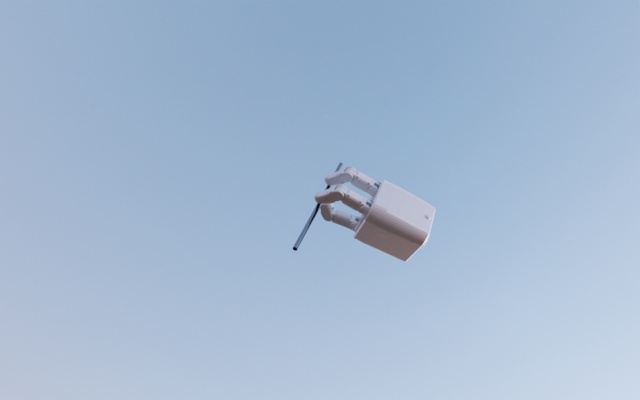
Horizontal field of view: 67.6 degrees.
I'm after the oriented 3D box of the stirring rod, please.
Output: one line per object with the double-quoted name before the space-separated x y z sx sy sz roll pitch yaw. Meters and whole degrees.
"stirring rod" 0.000 0.003 0.819 0.011 0.011 0.239 0 37 24
